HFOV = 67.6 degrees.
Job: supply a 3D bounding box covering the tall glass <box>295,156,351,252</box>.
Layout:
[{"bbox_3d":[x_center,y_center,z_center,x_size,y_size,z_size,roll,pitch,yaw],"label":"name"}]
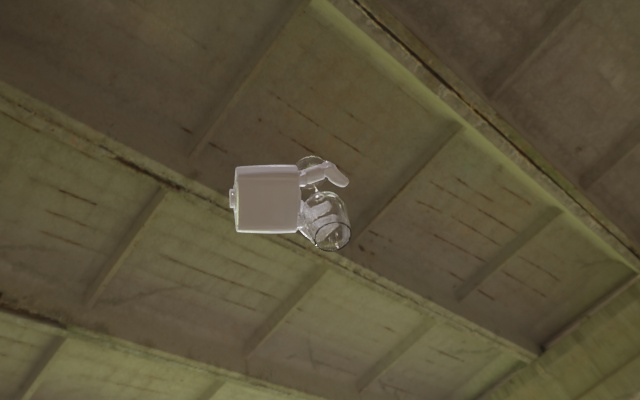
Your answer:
[{"bbox_3d":[0.000,0.002,0.844,0.079,0.079,0.201,0,35,-15],"label":"tall glass"}]
